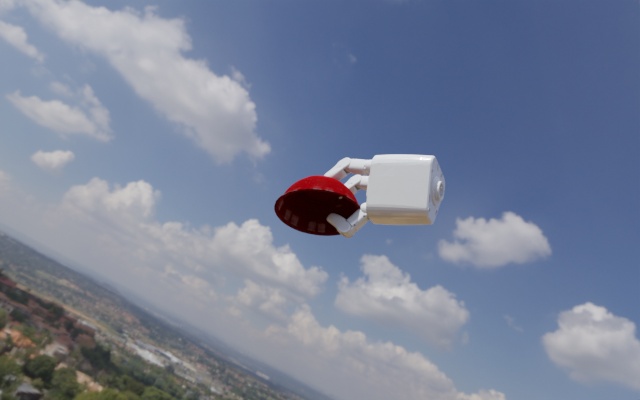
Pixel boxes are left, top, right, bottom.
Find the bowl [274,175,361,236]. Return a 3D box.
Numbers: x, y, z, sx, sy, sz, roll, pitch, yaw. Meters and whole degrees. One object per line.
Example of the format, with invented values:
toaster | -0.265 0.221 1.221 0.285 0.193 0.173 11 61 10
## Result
bowl | -0.001 0.002 0.864 0.162 0.055 0.162 5 -32 3
